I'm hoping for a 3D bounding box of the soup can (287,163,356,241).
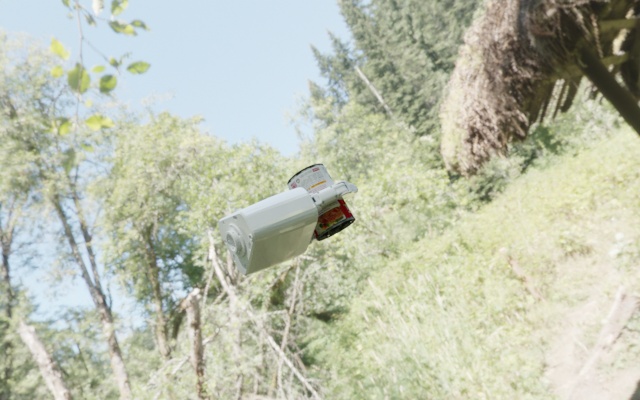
[{"bbox_3d":[0.000,0.002,0.739,0.068,0.102,0.068,-28,-13,-7],"label":"soup can"}]
